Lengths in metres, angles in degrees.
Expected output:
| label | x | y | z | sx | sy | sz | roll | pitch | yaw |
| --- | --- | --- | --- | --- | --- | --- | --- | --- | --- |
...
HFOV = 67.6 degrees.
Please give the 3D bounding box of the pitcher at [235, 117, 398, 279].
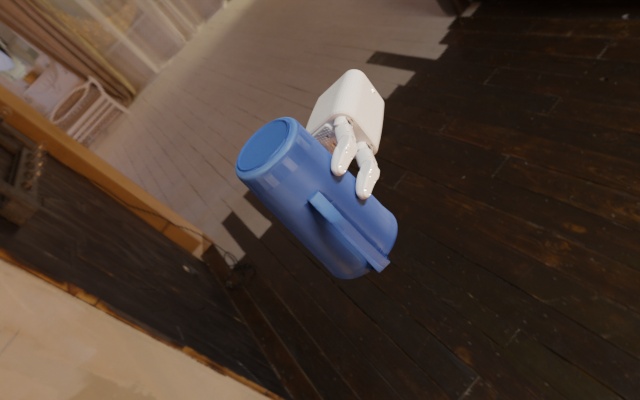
| label | x | y | z | sx | sy | sz | roll | pitch | yaw |
| --- | --- | --- | --- | --- | --- | --- | --- | --- | --- |
| pitcher | 0.000 | 0.002 | 0.678 | 0.149 | 0.145 | 0.243 | -14 | -46 | 38 |
